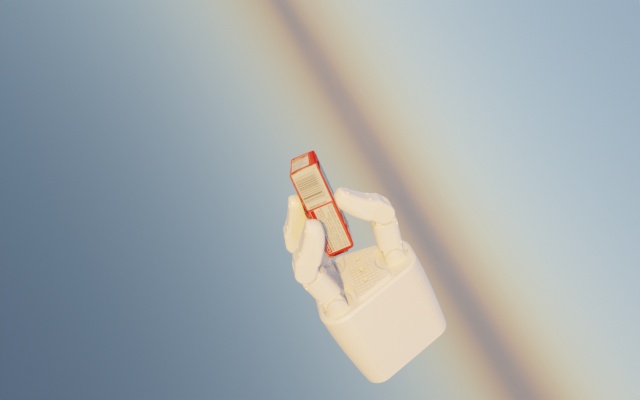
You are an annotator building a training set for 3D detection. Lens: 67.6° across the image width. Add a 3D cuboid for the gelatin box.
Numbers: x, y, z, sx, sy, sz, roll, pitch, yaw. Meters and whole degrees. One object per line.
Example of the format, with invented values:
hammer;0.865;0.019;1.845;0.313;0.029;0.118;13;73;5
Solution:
gelatin box;0.000;0.001;0.461;0.030;0.089;0.073;-24;15;4
